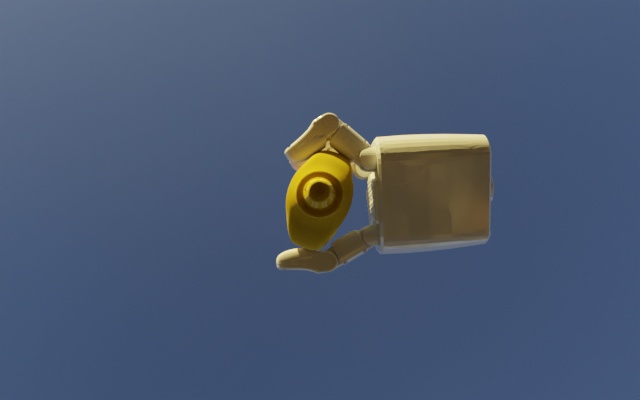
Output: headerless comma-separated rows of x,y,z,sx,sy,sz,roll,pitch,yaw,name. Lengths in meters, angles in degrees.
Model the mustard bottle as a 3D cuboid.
0.000,0.002,0.473,0.058,0.096,0.191,21,-5,2,mustard bottle
